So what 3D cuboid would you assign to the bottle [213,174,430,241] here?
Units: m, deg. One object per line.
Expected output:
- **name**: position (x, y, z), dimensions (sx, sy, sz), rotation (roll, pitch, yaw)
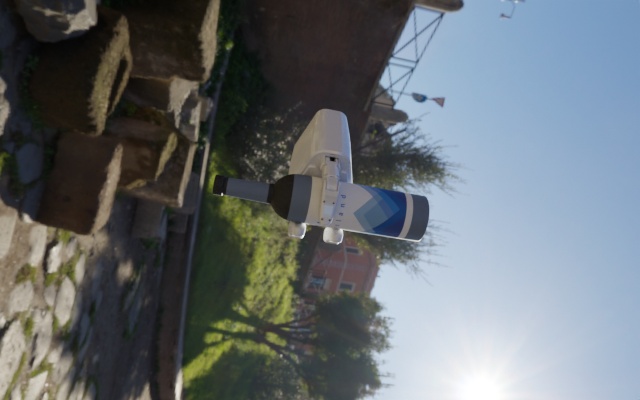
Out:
- **bottle**: position (0.000, 0.002, 0.665), dimensions (0.296, 0.069, 0.069), rotation (9, -1, -8)
